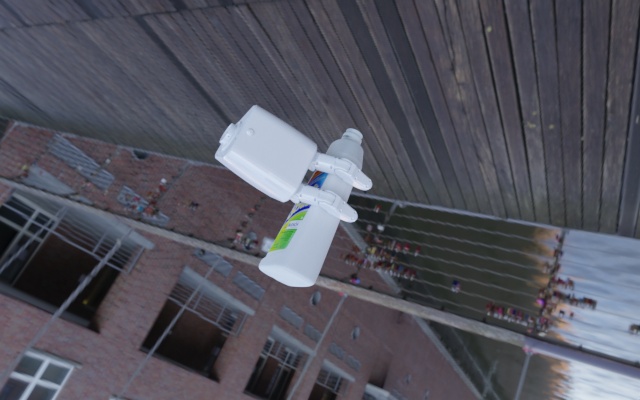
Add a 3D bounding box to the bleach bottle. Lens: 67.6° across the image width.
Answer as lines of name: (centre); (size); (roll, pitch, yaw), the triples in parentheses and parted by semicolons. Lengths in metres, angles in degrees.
bleach bottle: (0.000, 0.002, 0.715); (0.068, 0.250, 0.102); (33, -22, -20)
